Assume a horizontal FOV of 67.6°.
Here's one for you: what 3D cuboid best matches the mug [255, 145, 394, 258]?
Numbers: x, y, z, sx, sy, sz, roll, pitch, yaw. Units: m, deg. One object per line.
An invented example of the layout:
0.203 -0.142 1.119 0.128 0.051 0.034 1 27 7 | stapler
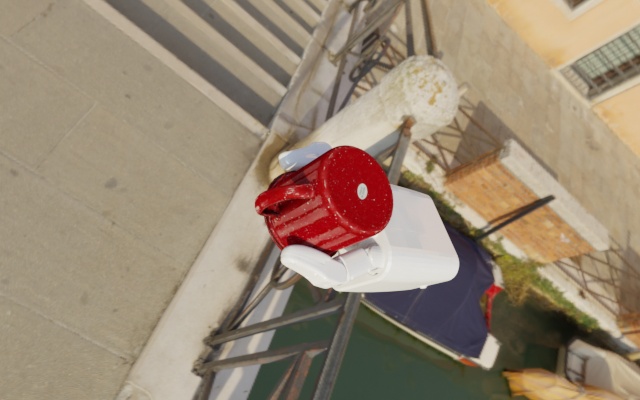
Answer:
-0.001 0.001 0.415 0.117 0.093 0.081 7 -23 -37 | mug
